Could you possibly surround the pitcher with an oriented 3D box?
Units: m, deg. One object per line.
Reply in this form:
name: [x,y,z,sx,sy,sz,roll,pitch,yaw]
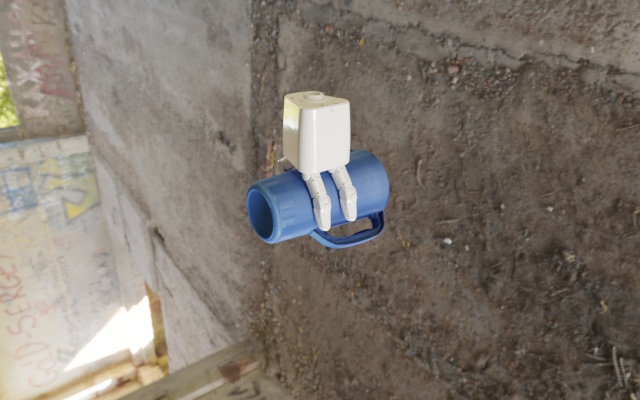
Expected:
pitcher: [0.000,0.003,0.856,0.243,0.145,0.149,-17,31,-33]
